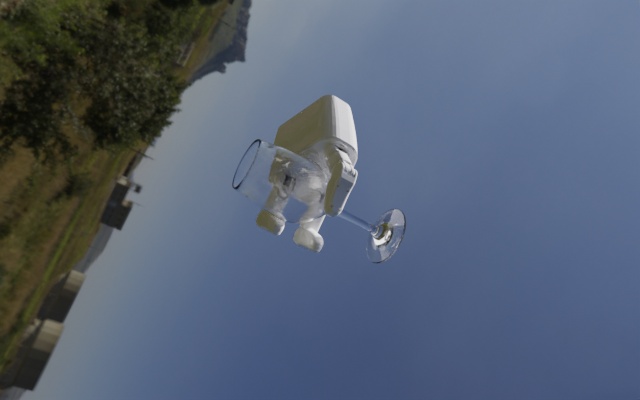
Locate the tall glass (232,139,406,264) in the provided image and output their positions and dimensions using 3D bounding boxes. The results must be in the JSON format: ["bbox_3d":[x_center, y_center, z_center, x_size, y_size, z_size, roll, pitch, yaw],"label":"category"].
[{"bbox_3d":[0.001,0.002,0.560,0.201,0.079,0.079,27,-11,-22],"label":"tall glass"}]
